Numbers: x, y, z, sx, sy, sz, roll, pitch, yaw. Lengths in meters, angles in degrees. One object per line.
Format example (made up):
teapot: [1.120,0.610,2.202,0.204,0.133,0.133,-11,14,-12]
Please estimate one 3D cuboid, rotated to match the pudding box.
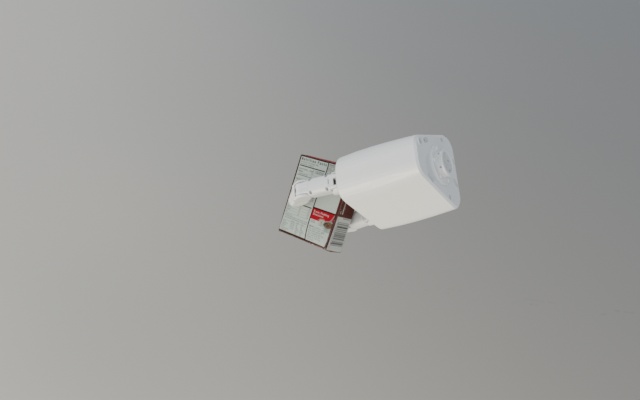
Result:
pudding box: [0.000,0.002,0.635,0.090,0.113,0.039,19,1,39]
